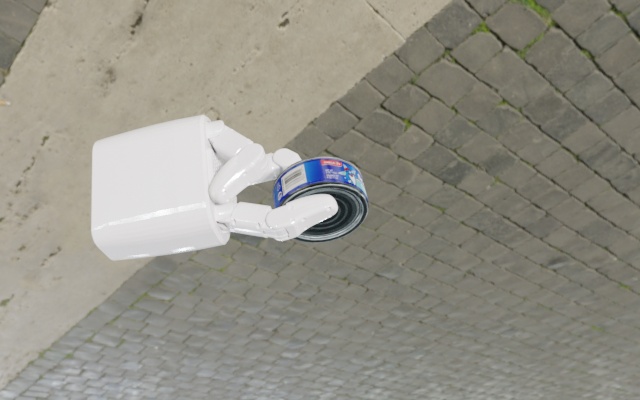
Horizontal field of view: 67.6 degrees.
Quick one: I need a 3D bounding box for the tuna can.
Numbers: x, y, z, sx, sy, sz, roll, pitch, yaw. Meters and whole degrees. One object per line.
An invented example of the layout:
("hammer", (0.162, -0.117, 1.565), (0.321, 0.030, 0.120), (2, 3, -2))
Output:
("tuna can", (0.000, 0.002, 0.436), (0.086, 0.033, 0.086), (-6, -40, -5))
